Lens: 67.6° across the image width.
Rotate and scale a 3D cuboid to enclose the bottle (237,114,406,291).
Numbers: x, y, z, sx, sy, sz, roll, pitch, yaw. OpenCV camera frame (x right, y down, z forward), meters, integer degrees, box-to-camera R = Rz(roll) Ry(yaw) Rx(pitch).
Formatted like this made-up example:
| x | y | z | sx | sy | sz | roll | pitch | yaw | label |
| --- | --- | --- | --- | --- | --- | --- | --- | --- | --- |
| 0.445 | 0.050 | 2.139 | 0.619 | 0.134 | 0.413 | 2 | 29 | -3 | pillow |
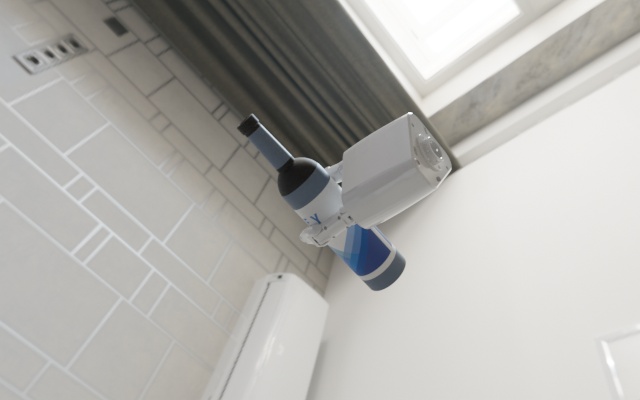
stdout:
| x | y | z | sx | sy | sz | roll | pitch | yaw | label |
| --- | --- | --- | --- | --- | --- | --- | --- | --- | --- |
| 0.000 | 0.002 | 0.645 | 0.296 | 0.069 | 0.069 | 47 | -17 | -17 | bottle |
